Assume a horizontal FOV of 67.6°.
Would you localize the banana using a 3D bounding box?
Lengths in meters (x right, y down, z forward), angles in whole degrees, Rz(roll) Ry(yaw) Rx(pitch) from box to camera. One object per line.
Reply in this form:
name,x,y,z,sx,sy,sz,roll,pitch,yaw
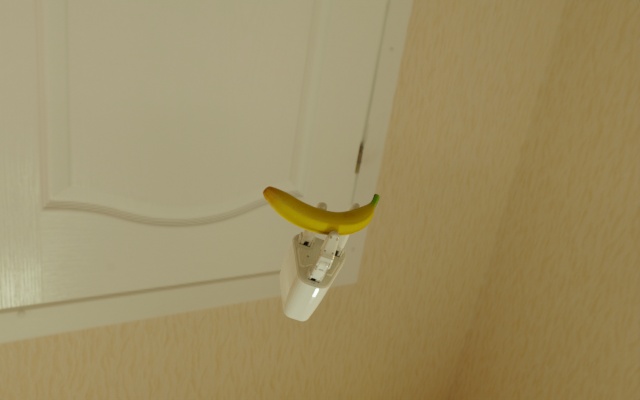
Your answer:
banana,0.005,0.020,0.737,0.198,0.069,0.037,4,-23,-26
